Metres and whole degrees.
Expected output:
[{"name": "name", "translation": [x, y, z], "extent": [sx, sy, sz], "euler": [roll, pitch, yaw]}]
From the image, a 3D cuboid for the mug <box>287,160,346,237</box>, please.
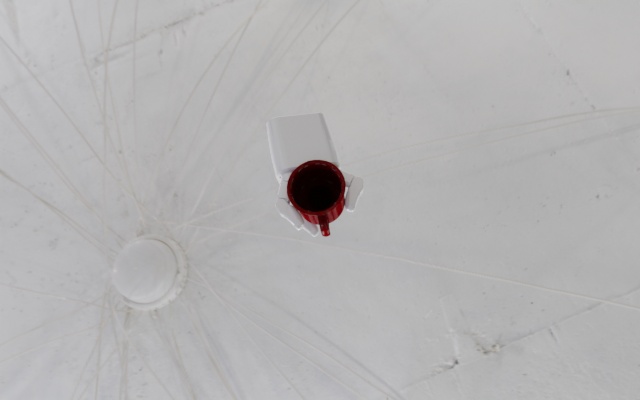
[{"name": "mug", "translation": [0.001, 0.004, 0.777], "extent": [0.093, 0.117, 0.081], "euler": [-14, -20, 2]}]
